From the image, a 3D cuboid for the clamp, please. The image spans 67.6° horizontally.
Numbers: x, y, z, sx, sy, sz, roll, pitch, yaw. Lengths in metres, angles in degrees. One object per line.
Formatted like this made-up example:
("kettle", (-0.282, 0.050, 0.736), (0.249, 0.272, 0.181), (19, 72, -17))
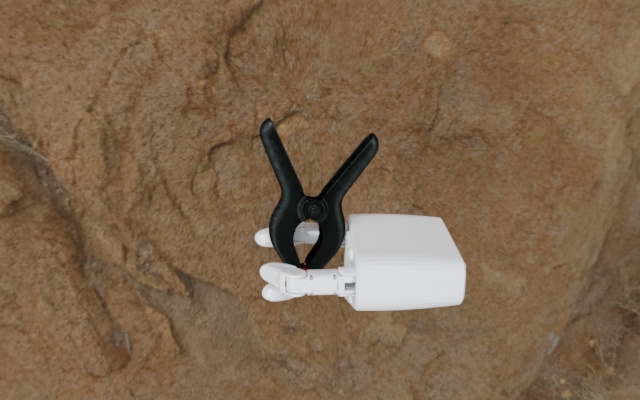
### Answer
("clamp", (0.000, 0.002, 0.489), (0.120, 0.171, 0.039), (-1, 12, -4))
